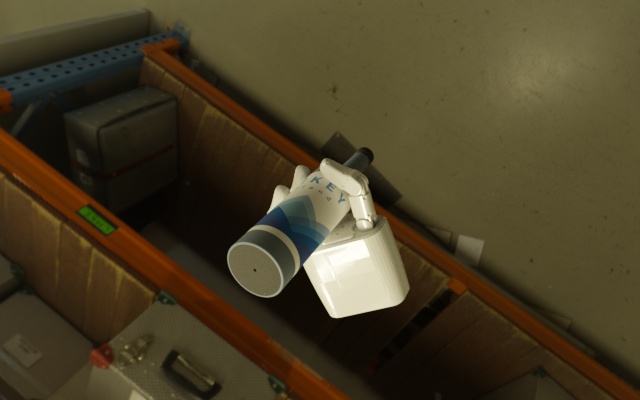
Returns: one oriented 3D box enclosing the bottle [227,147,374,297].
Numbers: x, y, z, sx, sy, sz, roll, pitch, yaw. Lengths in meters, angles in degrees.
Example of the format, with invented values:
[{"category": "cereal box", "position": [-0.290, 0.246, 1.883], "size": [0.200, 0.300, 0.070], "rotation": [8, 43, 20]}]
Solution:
[{"category": "bottle", "position": [0.000, 0.002, 0.586], "size": [0.069, 0.069, 0.295], "rotation": [0, 27, 30]}]
